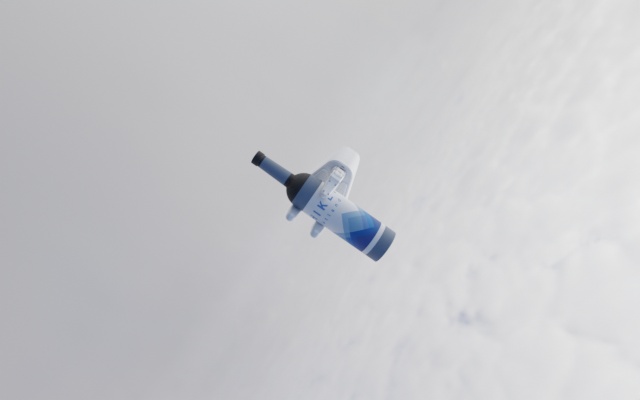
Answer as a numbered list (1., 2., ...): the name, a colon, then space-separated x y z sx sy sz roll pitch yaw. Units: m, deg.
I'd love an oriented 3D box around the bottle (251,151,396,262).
1. bottle: 0.000 0.003 0.883 0.296 0.069 0.069 35 -1 -2
